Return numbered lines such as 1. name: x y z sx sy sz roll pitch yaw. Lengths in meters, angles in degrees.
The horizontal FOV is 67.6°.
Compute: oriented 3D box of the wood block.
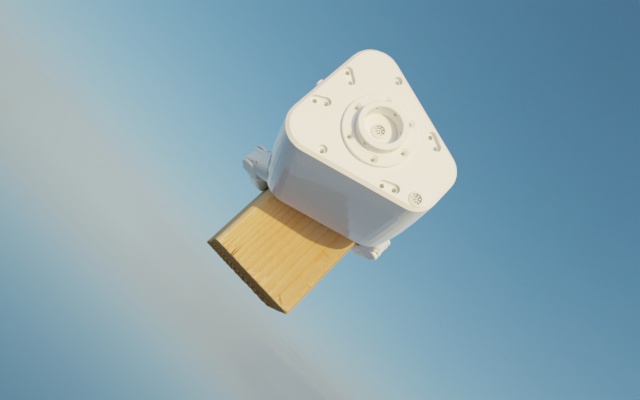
1. wood block: 0.000 0.002 0.467 0.206 0.091 0.090 -43 8 -18
